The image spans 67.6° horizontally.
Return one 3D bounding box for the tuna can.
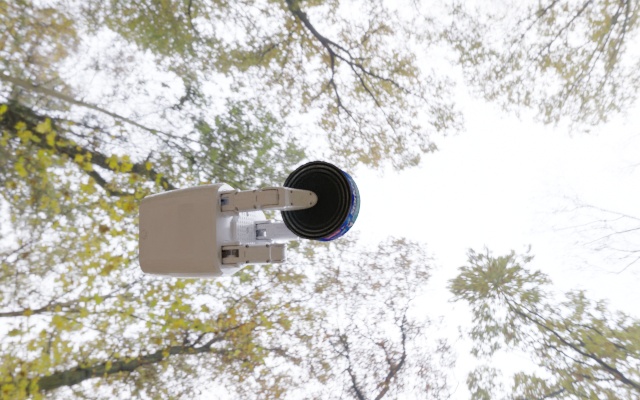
[{"bbox_3d":[0.000,0.002,0.521,0.086,0.086,0.034,0,-9,26],"label":"tuna can"}]
